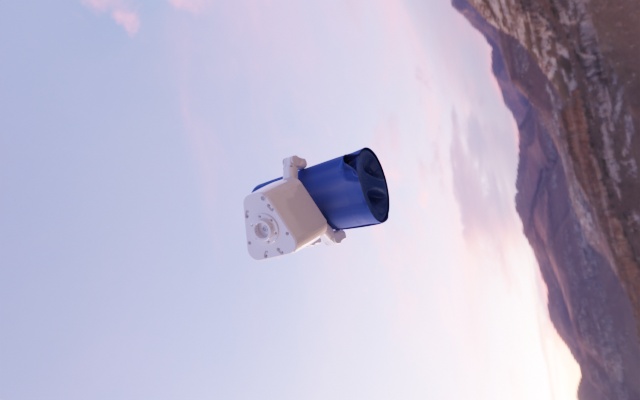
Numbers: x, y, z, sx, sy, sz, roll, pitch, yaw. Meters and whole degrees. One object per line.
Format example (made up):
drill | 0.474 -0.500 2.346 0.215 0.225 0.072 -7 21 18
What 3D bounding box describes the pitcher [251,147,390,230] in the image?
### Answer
pitcher | 0.000 0.003 0.876 0.243 0.149 0.145 -14 7 27
